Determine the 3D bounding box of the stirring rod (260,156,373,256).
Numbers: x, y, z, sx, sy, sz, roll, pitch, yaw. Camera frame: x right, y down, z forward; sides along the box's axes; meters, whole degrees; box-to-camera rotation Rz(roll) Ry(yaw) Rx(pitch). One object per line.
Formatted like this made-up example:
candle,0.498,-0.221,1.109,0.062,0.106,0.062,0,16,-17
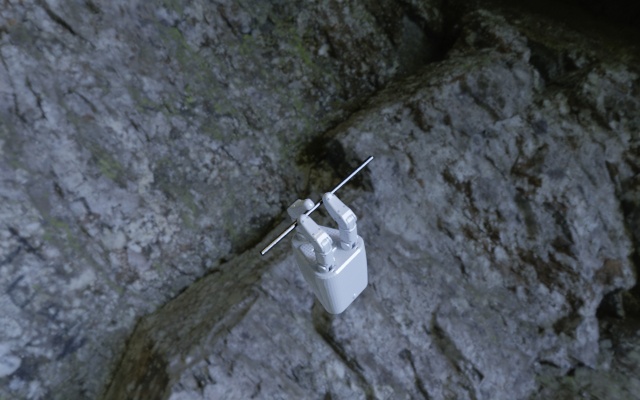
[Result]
stirring rod,0.000,0.002,0.706,0.239,0.011,0.011,-41,22,-27
